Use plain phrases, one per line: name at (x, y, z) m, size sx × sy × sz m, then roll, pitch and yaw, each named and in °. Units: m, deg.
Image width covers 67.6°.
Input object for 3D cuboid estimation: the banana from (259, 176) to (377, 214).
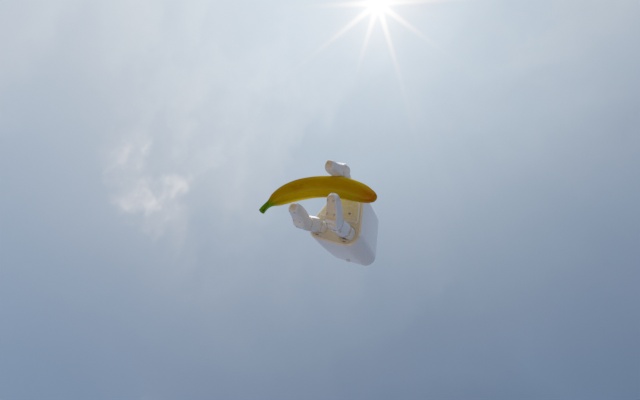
banana at (-0.002, -0.012, 0.789) m, size 0.198 × 0.069 × 0.037 m, roll -8°, pitch -38°, yaw 18°
